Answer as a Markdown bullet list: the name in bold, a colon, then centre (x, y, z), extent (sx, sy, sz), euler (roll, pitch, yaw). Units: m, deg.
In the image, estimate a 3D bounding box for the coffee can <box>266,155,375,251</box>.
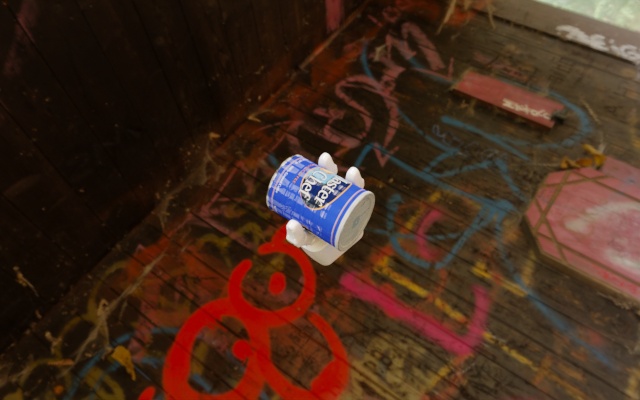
- **coffee can**: centre (0.000, 0.003, 0.759), extent (0.140, 0.103, 0.103), euler (29, 12, 22)
